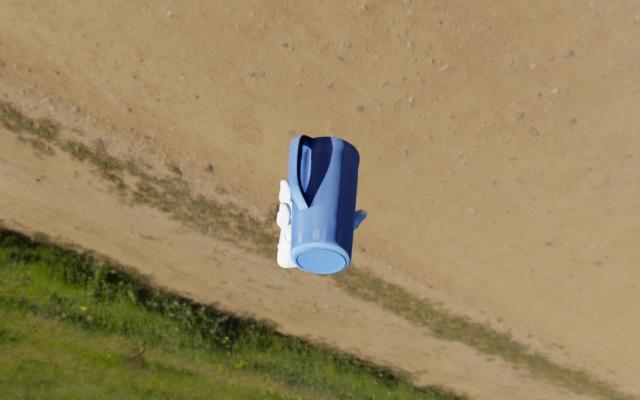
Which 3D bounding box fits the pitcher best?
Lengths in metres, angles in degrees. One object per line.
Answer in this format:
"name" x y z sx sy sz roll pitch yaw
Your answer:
"pitcher" 0.000 0.003 0.888 0.149 0.242 0.145 10 -37 -8
